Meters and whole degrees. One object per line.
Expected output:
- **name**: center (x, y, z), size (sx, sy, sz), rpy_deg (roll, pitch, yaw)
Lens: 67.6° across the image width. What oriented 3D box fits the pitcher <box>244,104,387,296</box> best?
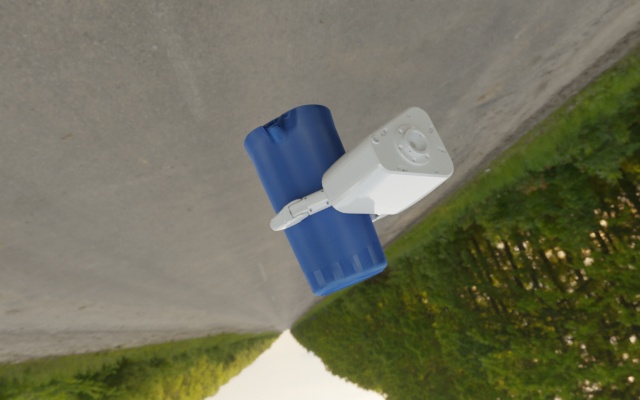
- **pitcher**: center (0.000, 0.002, 0.669), size (0.149, 0.242, 0.145), rpy_deg (-14, -15, -33)
